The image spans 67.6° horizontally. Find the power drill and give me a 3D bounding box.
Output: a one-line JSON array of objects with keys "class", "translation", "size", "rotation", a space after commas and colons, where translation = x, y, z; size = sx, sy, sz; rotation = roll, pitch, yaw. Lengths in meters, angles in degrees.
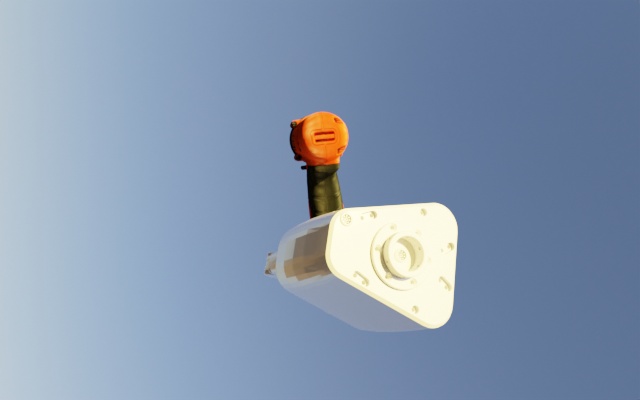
[{"class": "power drill", "translation": [0.000, 0.002, 0.514], "size": [0.057, 0.187, 0.184], "rotation": [-8, 6, -4]}]
